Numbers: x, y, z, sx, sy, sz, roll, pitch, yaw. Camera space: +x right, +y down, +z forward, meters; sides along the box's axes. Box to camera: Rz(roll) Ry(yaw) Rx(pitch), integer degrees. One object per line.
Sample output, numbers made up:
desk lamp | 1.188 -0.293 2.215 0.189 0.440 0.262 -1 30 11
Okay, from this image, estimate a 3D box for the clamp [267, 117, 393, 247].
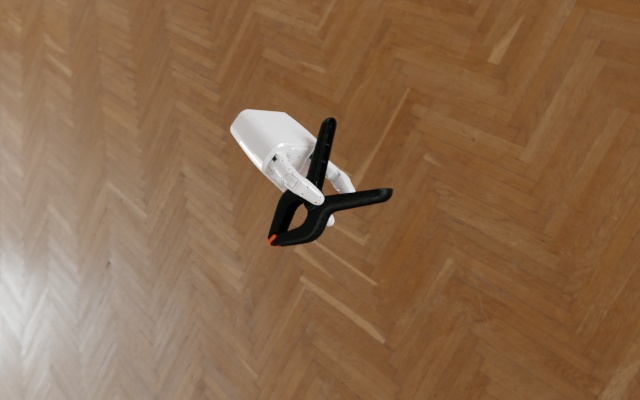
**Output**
clamp | -0.001 0.002 0.703 0.036 0.210 0.164 17 26 -53
